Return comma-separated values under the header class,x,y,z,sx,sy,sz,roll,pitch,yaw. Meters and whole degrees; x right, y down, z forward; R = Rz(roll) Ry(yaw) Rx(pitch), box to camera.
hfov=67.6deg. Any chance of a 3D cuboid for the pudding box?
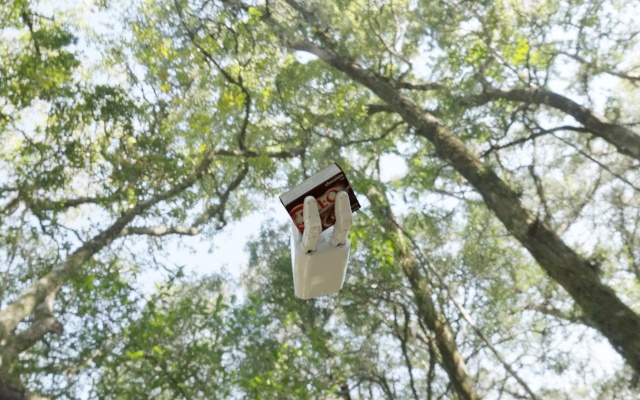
class,x,y,z,sx,sy,sz,roll,pitch,yaw
pudding box,0.000,0.003,0.786,0.113,0.090,0.039,-33,41,-4
